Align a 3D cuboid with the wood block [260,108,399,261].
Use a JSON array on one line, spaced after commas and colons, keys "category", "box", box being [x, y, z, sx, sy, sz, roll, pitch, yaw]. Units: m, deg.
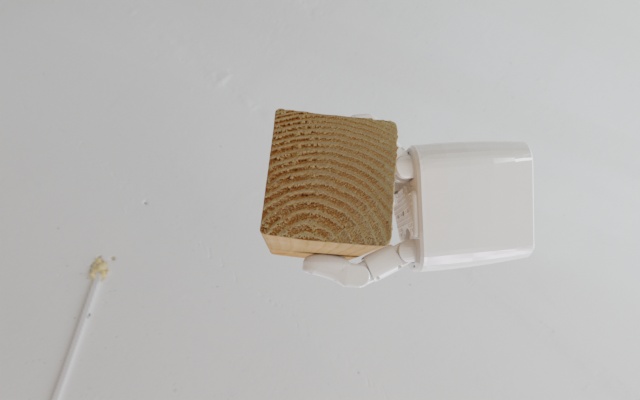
[{"category": "wood block", "box": [0.000, 0.002, 0.425, 0.090, 0.091, 0.206, 6, -11, -3]}]
